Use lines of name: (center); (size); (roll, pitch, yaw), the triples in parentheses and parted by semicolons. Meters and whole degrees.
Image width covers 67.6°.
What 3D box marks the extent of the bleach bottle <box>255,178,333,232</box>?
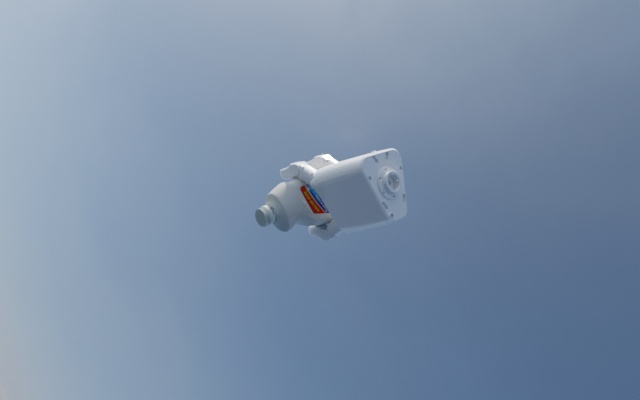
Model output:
bleach bottle: (0.000, 0.003, 0.813); (0.251, 0.102, 0.068); (-20, 4, -40)
